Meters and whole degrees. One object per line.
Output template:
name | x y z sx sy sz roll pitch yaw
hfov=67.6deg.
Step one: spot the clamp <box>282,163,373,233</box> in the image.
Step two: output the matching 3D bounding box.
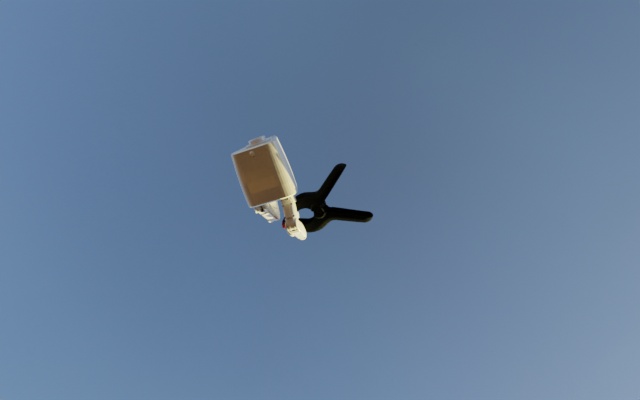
clamp | 0.000 0.003 0.882 0.171 0.120 0.039 -16 13 16
